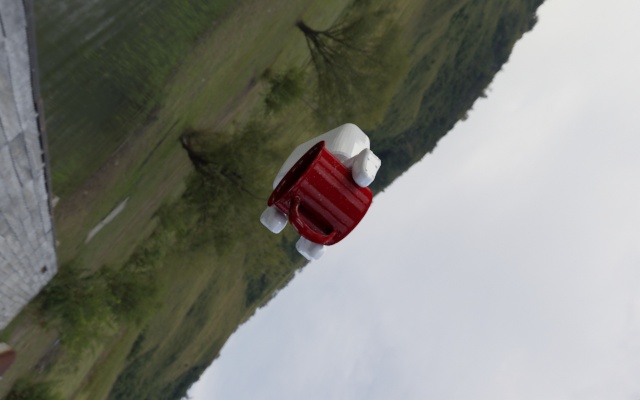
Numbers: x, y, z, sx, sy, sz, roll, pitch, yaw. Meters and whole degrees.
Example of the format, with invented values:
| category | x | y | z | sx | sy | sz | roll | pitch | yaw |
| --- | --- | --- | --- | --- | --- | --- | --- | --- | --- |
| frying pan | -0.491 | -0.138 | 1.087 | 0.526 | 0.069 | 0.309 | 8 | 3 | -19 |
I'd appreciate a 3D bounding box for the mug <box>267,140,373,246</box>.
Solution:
| category | x | y | z | sx | sy | sz | roll | pitch | yaw |
| --- | --- | --- | --- | --- | --- | --- | --- | --- | --- |
| mug | 0.000 | 0.003 | 0.512 | 0.093 | 0.081 | 0.117 | -41 | 15 | 30 |
